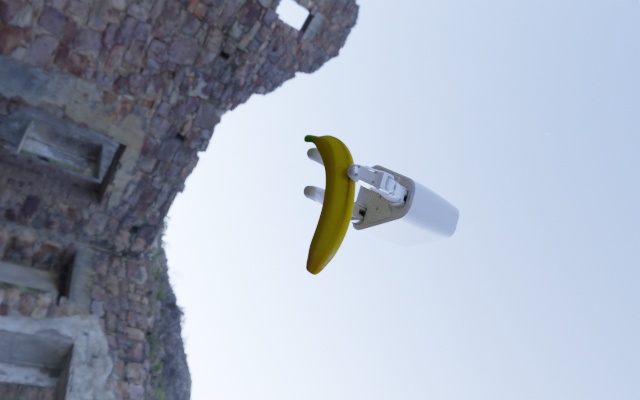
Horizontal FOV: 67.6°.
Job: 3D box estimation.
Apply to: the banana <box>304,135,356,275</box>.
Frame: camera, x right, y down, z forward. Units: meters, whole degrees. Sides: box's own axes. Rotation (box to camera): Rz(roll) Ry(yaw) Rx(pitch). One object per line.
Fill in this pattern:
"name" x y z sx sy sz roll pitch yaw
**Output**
"banana" 0.013 -0.008 0.585 0.037 0.197 0.070 25 -38 -38
